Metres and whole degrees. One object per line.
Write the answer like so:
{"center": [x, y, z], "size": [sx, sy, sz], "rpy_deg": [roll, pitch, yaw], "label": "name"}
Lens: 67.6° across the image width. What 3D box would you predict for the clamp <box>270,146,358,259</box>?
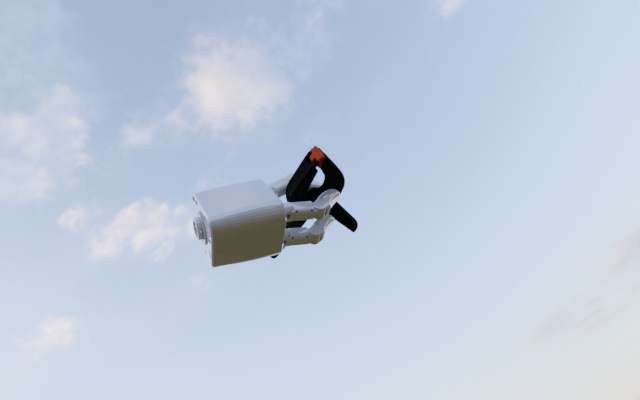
{"center": [0.000, 0.002, 0.750], "size": [0.164, 0.210, 0.036], "rpy_deg": [-13, 48, -24], "label": "clamp"}
